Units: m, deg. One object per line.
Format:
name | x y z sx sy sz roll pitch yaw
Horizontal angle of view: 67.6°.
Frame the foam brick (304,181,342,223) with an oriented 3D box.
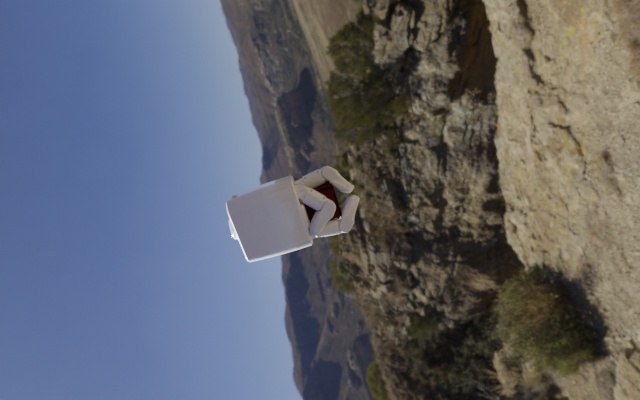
foam brick | 0.000 0.003 0.770 0.051 0.053 0.078 -18 8 -1
